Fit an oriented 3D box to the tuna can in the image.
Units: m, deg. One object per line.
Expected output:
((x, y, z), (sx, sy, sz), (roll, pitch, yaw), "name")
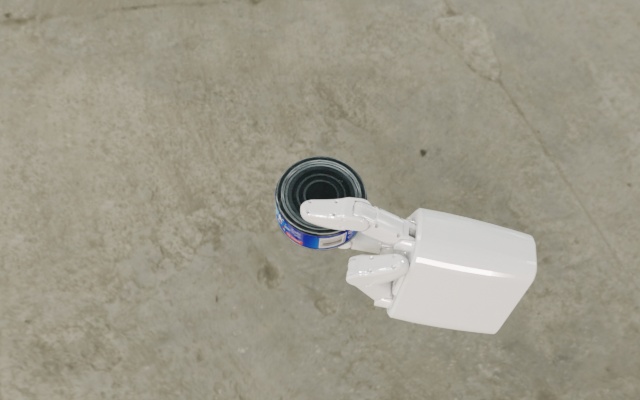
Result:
((0.000, 0.001, 0.446), (0.086, 0.086, 0.034), (0, -29, -3), "tuna can")
